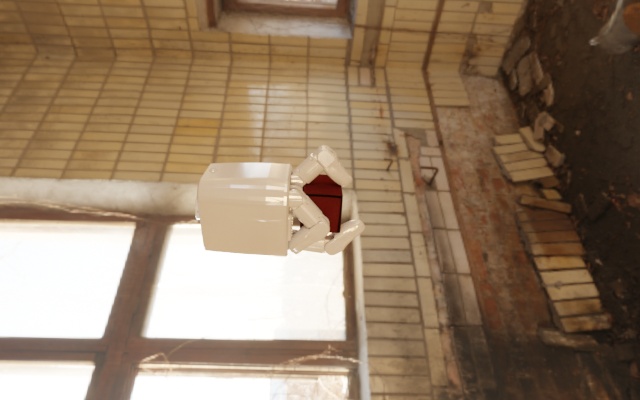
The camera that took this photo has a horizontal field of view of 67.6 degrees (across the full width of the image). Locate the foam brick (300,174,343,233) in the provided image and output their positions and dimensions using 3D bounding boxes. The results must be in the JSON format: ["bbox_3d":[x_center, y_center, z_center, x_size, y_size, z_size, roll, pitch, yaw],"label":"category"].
[{"bbox_3d":[0.000,0.002,0.622,0.051,0.053,0.078,3,22,-2],"label":"foam brick"}]
